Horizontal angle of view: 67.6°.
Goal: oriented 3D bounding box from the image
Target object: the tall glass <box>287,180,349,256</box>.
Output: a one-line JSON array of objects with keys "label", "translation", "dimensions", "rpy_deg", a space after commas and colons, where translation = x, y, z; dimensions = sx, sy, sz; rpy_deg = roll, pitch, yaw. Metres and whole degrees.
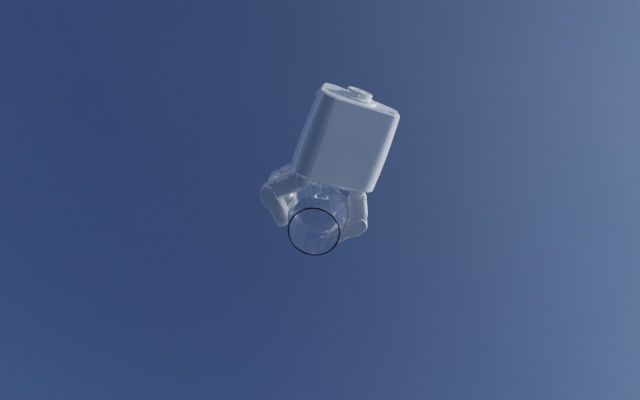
[{"label": "tall glass", "translation": [0.000, 0.002, 0.646], "dimensions": [0.079, 0.079, 0.201], "rpy_deg": [0, 21, 5]}]
